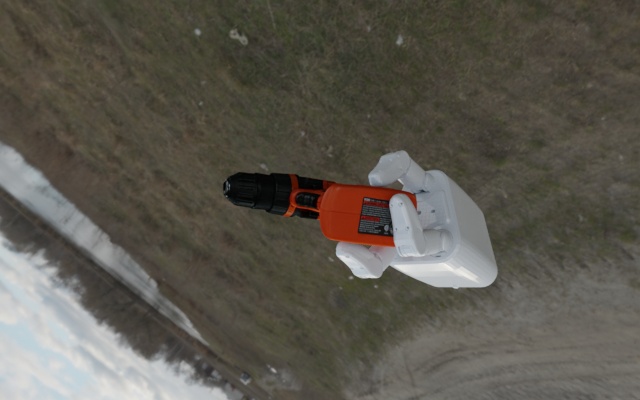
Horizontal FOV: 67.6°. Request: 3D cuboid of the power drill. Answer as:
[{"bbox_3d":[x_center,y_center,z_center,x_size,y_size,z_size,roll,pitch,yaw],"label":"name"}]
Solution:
[{"bbox_3d":[0.001,0.002,0.524,0.184,0.057,0.187,5,6,-25],"label":"power drill"}]
